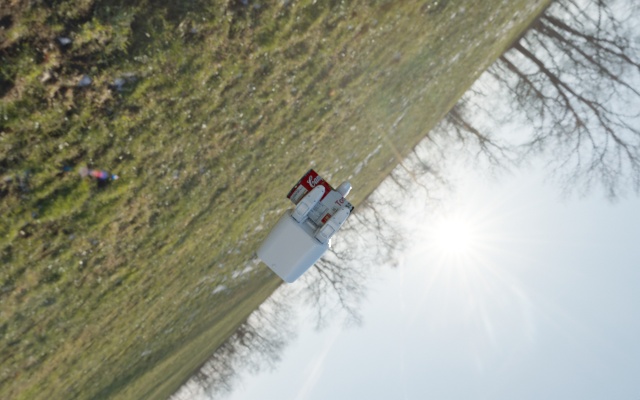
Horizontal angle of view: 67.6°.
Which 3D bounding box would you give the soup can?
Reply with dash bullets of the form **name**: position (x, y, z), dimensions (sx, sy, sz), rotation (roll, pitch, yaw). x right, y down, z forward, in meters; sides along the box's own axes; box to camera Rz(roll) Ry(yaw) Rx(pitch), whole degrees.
- **soup can**: position (0.001, 0.003, 0.832), dimensions (0.102, 0.068, 0.068), rotation (42, 2, 2)
